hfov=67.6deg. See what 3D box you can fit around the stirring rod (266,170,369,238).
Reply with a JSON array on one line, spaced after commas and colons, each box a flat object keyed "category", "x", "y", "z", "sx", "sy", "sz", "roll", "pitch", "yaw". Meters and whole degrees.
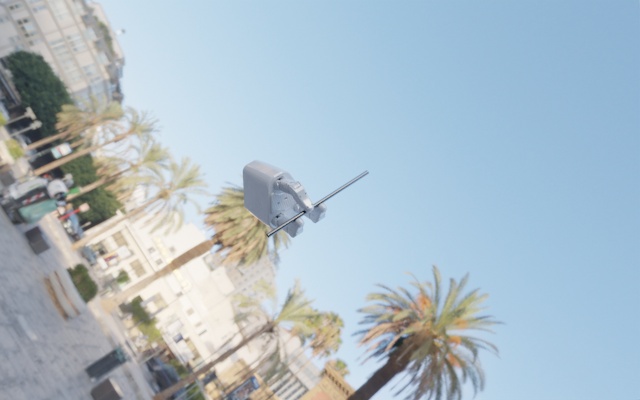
[{"category": "stirring rod", "x": 0.000, "y": 0.003, "z": 0.880, "sx": 0.239, "sy": 0.011, "sz": 0.011, "roll": -33, "pitch": 15, "yaw": -25}]
